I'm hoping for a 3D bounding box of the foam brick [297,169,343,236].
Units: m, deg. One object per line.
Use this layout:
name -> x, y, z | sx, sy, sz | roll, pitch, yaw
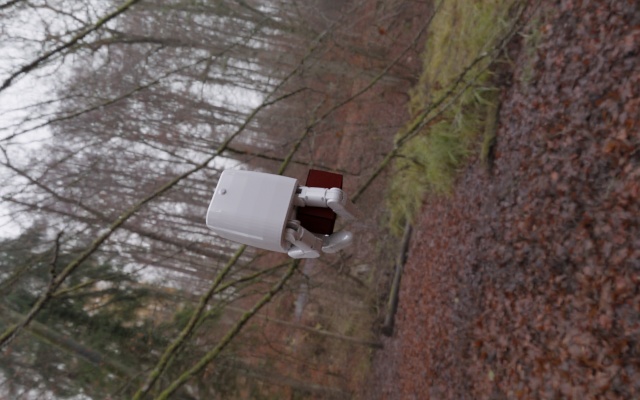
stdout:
foam brick -> 0.000, 0.002, 0.690 | 0.051, 0.078, 0.053 | 11, -30, 6
